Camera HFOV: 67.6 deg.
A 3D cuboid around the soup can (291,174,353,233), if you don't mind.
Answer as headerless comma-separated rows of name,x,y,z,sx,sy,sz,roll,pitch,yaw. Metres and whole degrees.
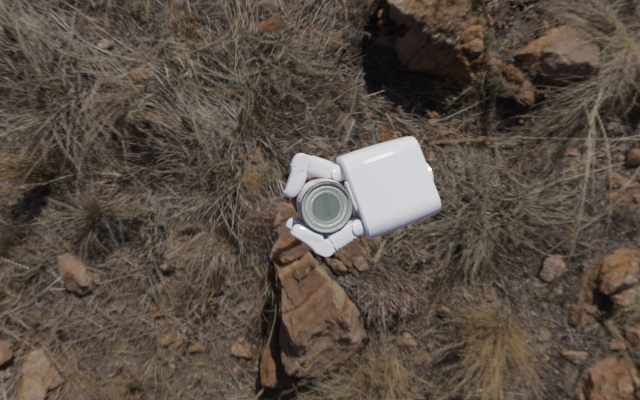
soup can,0.000,0.002,0.640,0.068,0.068,0.102,0,8,-10
